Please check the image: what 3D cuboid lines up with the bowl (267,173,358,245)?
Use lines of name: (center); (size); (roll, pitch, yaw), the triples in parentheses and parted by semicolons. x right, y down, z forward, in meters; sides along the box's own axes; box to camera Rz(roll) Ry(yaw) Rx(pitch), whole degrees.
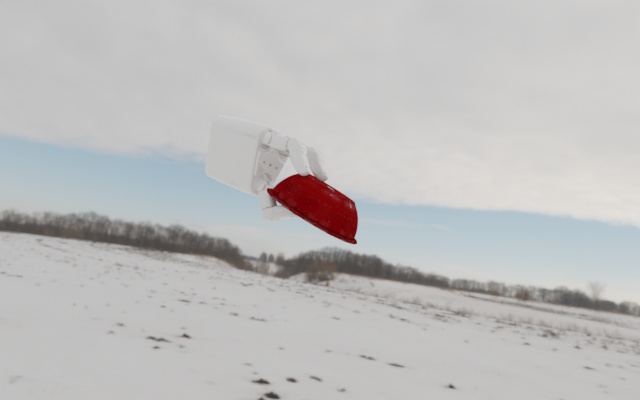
bowl: (0.001, 0.003, 0.732); (0.162, 0.055, 0.162); (31, 5, -3)
